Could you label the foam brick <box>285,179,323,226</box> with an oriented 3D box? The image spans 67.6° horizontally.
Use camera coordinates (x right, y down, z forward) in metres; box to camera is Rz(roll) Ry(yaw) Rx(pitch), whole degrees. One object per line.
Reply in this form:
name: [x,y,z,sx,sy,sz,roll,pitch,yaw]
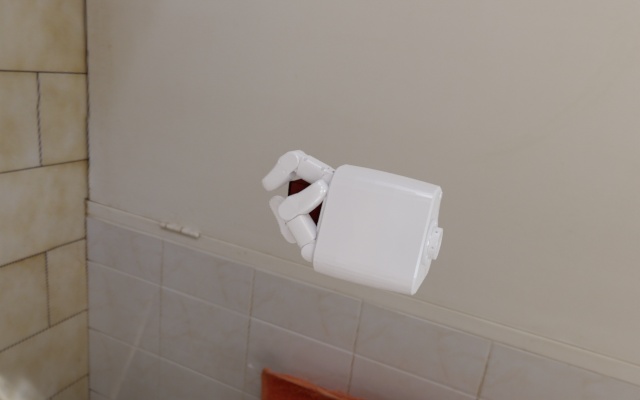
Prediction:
foam brick: [0.000,0.002,0.558,0.051,0.053,0.078,12,15,21]
